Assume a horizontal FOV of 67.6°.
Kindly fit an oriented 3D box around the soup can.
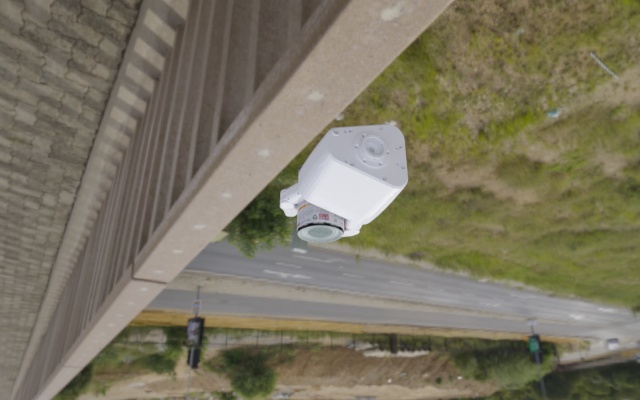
[{"bbox_3d":[0.000,0.003,0.692,0.068,0.102,0.068,0,-26,0],"label":"soup can"}]
